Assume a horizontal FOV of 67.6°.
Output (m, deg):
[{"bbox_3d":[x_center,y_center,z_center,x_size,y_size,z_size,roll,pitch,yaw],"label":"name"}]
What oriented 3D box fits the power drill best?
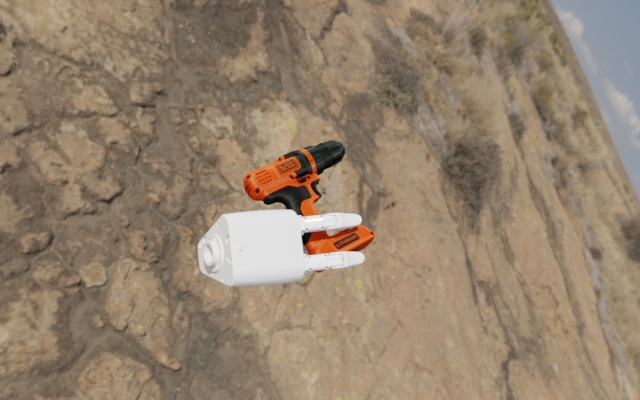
[{"bbox_3d":[0.000,0.003,0.737,0.184,0.187,0.057,-27,-18,-26],"label":"power drill"}]
